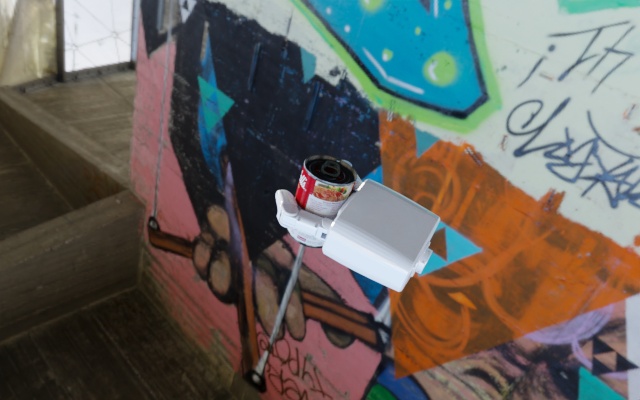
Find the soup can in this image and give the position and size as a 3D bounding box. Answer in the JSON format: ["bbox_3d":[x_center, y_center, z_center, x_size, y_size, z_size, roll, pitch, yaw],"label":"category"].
[{"bbox_3d":[0.000,0.002,0.613,0.068,0.102,0.068,13,33,-8],"label":"soup can"}]
